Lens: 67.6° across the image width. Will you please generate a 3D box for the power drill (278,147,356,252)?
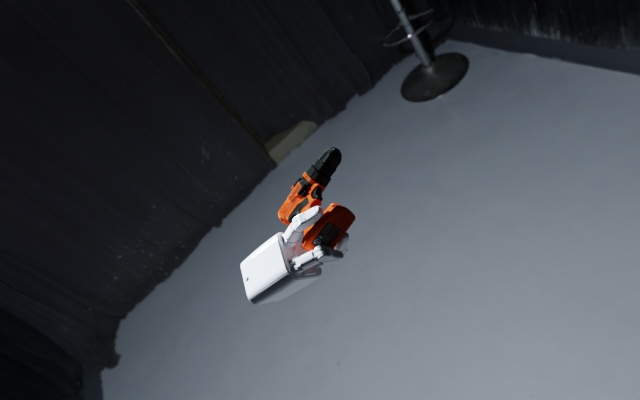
[{"bbox_3d":[0.000,0.003,0.896,0.057,0.184,0.187,28,16,-27],"label":"power drill"}]
